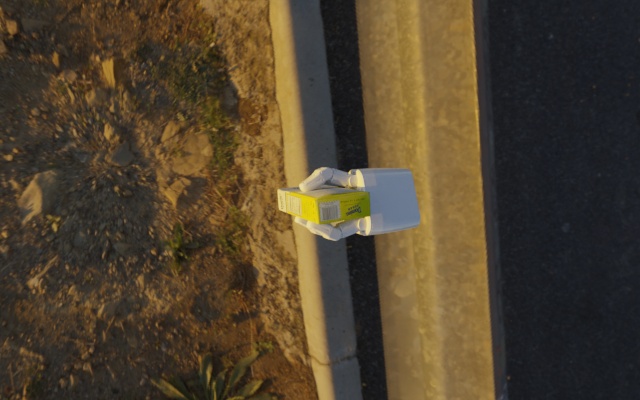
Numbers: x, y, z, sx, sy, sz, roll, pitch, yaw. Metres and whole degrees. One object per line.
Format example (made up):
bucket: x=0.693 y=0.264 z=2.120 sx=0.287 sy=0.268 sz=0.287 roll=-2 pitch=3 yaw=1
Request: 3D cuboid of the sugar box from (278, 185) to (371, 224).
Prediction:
sugar box: x=0.000 y=0.003 z=0.797 sx=0.093 sy=0.048 sz=0.176 roll=-7 pitch=6 yaw=-23
